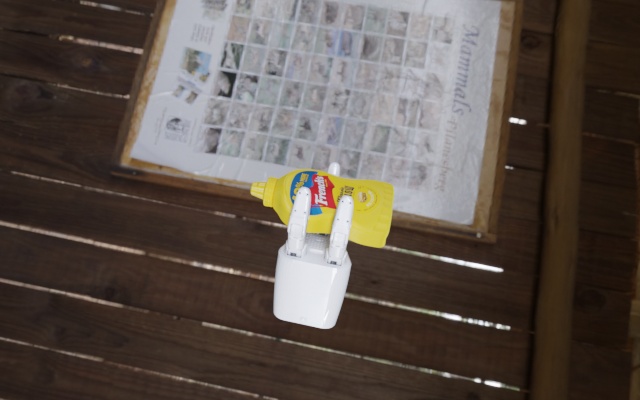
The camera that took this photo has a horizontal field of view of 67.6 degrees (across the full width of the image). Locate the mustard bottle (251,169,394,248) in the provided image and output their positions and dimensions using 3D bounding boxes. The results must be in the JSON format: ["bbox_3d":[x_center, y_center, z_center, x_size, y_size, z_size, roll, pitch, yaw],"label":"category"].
[{"bbox_3d":[0.000,0.002,0.649,0.191,0.096,0.058,11,-39,3],"label":"mustard bottle"}]
